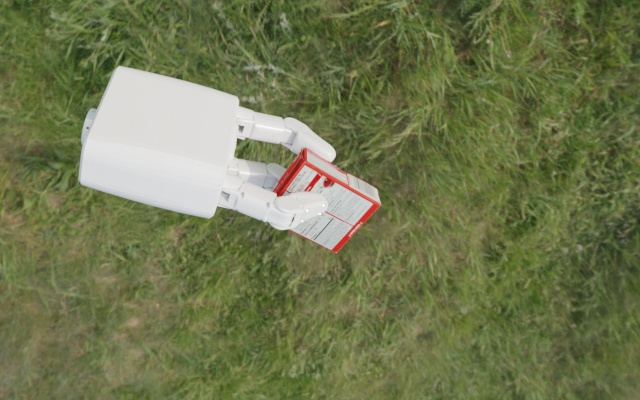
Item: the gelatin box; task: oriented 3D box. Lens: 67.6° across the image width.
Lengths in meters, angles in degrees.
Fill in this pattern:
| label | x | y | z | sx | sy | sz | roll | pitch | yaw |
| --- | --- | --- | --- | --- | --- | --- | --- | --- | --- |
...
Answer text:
| label | x | y | z | sx | sy | sz | roll | pitch | yaw |
| --- | --- | --- | --- | --- | --- | --- | --- | --- | --- |
| gelatin box | 0.000 | 0.002 | 0.455 | 0.089 | 0.073 | 0.030 | 28 | 30 | -20 |
